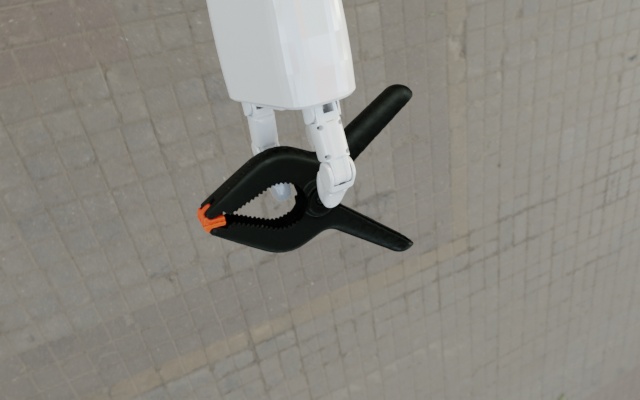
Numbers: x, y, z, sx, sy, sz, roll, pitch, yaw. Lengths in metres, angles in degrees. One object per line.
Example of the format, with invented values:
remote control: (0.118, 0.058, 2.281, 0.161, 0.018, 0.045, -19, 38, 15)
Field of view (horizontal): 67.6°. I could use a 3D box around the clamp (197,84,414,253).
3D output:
clamp: (0.000, 0.002, 0.427, 0.210, 0.165, 0.036, -21, 25, -18)
